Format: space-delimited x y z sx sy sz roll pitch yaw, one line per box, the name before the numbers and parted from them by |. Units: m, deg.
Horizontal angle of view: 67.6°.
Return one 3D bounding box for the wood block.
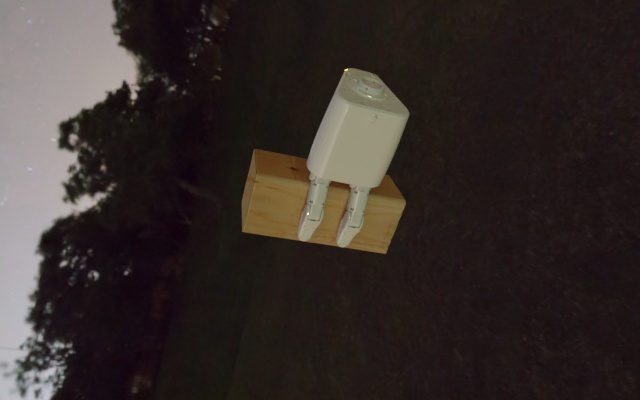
wood block | 0.000 0.002 0.673 0.206 0.090 0.090 10 26 -15
